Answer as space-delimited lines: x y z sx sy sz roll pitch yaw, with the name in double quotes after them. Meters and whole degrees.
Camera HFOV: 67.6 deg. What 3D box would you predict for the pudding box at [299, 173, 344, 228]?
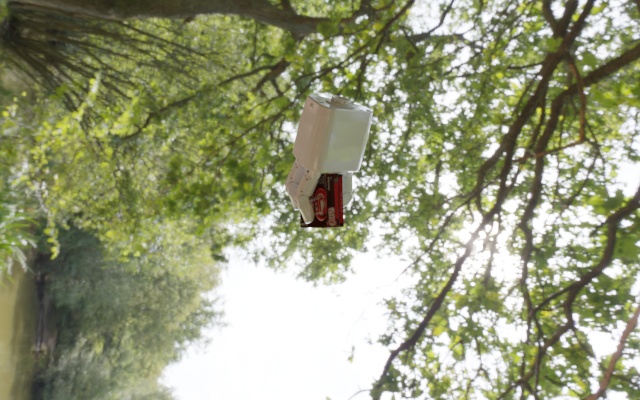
0.000 0.003 0.829 0.039 0.090 0.113 1 -3 -23 "pudding box"
